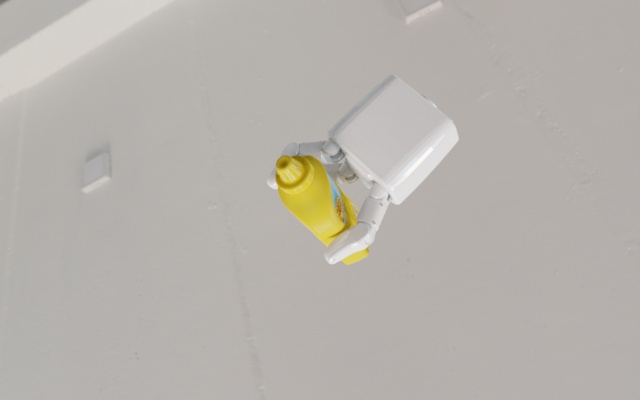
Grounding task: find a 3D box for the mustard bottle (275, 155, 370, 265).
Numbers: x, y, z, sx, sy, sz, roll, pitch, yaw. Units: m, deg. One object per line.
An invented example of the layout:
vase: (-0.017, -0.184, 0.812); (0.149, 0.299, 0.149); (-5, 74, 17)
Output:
mustard bottle: (0.000, 0.002, 0.553); (0.058, 0.096, 0.192); (-25, -32, 11)
